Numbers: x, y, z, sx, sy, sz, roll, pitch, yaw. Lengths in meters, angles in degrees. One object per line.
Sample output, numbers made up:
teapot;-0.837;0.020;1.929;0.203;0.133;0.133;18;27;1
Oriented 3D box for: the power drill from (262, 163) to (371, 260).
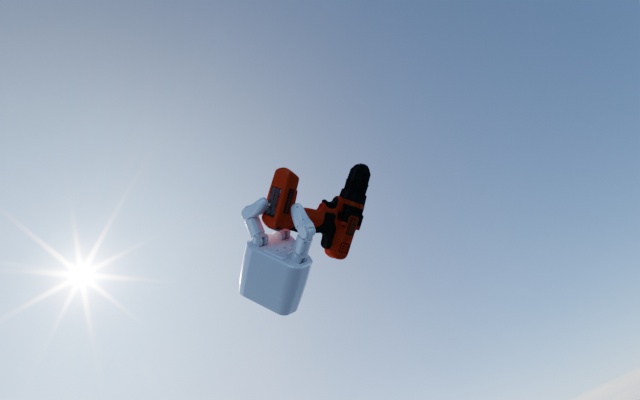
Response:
power drill;0.000;0.003;0.848;0.188;0.184;0.057;18;-3;-33
